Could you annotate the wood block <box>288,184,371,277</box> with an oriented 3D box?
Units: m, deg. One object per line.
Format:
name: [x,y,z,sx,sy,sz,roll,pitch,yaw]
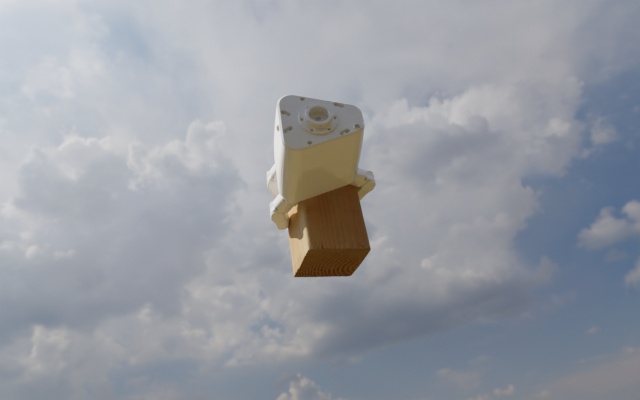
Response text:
wood block: [0.000,0.002,0.713,0.091,0.206,0.090,2,-34,-18]
